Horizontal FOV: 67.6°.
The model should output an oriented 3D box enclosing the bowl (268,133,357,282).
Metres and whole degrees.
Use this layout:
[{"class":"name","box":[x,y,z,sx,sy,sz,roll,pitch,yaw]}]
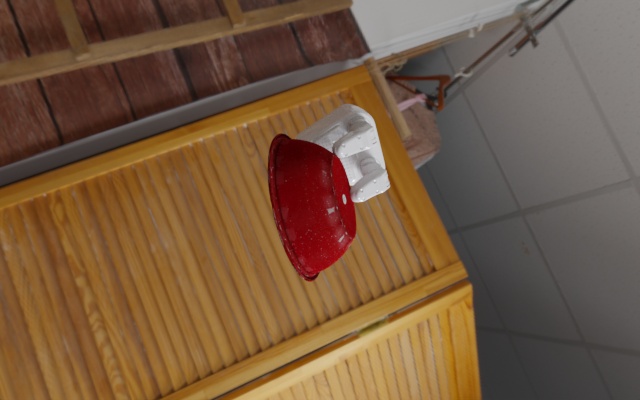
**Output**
[{"class":"bowl","box":[0.000,0.002,0.507,0.055,0.162,0.162,-12,-3,14]}]
